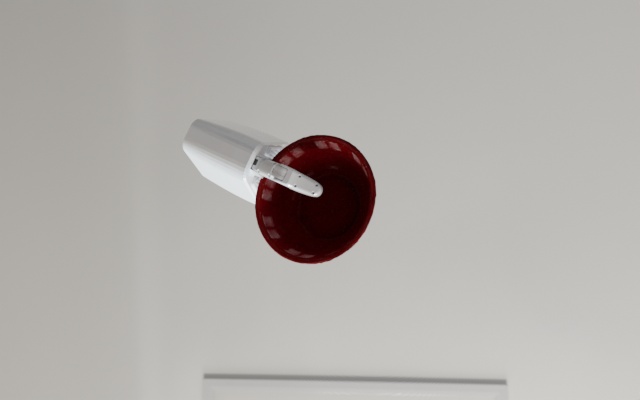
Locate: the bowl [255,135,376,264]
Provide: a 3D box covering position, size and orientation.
[{"bbox_3d":[0.001,0.003,0.603,0.162,0.162,0.055,0,-13,24],"label":"bowl"}]
